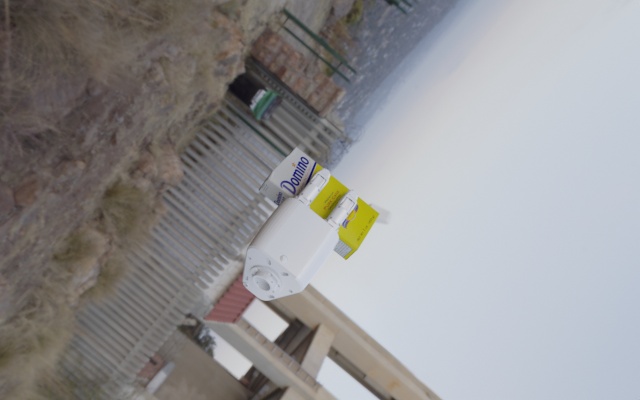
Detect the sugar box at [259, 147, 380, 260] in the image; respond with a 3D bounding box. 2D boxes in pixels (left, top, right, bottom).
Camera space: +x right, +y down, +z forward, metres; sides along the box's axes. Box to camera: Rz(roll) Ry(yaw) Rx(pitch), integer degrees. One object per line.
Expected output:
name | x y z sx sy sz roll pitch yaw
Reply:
sugar box | 0.000 0.002 0.756 0.048 0.176 0.093 -47 5 49
